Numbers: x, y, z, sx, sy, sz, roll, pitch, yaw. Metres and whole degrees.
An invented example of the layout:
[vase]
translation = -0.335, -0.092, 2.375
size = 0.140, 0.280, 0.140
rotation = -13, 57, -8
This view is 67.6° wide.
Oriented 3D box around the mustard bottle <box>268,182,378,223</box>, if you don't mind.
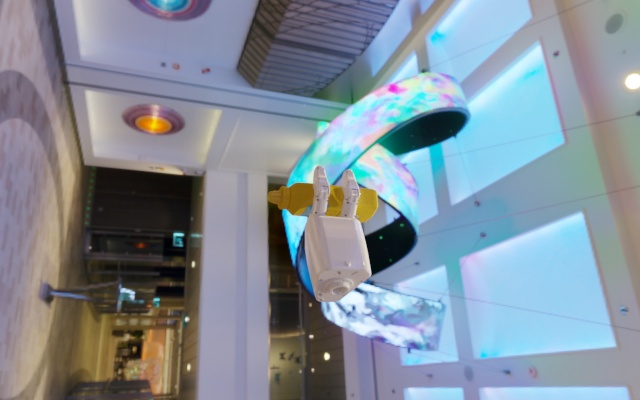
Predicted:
[mustard bottle]
translation = 0.000, 0.003, 0.865
size = 0.191, 0.058, 0.096
rotation = 5, -19, -20
